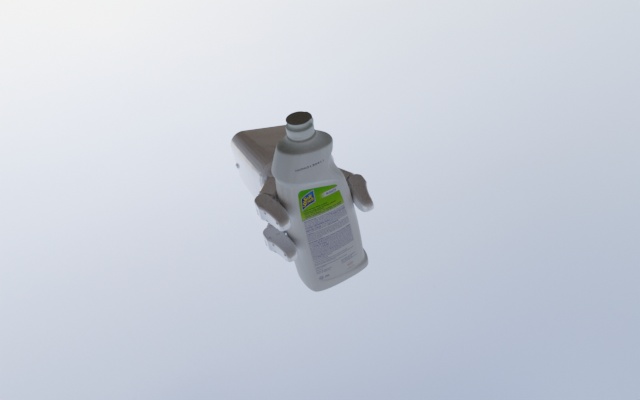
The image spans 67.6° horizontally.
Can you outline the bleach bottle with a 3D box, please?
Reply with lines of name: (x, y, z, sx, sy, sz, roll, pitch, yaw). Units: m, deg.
bleach bottle: (0.000, 0.002, 0.592, 0.102, 0.251, 0.068, -26, 44, -18)
